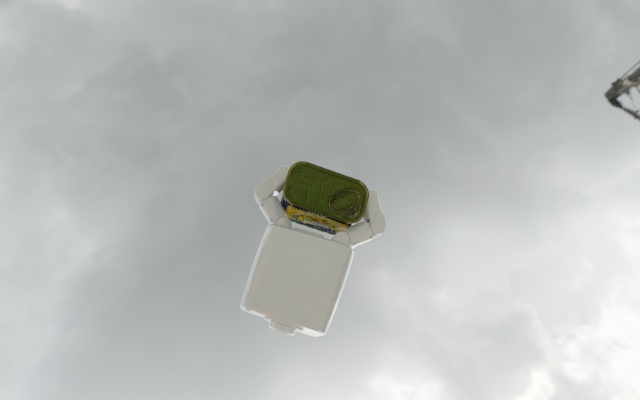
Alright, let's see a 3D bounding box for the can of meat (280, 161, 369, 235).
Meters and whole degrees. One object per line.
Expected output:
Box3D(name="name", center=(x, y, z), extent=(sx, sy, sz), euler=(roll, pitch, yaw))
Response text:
Box3D(name="can of meat", center=(0.000, 0.002, 0.604), extent=(0.102, 0.057, 0.084), euler=(18, -20, -5))
